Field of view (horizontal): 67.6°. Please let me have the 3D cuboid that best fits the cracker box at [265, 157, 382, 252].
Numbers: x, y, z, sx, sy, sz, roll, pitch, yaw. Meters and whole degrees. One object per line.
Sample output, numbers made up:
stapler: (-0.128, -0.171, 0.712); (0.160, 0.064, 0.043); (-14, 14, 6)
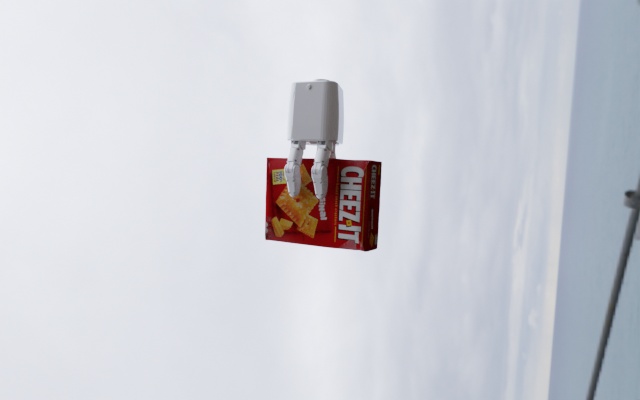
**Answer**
cracker box: (0.000, 0.003, 0.896); (0.213, 0.164, 0.072); (4, 4, 27)
